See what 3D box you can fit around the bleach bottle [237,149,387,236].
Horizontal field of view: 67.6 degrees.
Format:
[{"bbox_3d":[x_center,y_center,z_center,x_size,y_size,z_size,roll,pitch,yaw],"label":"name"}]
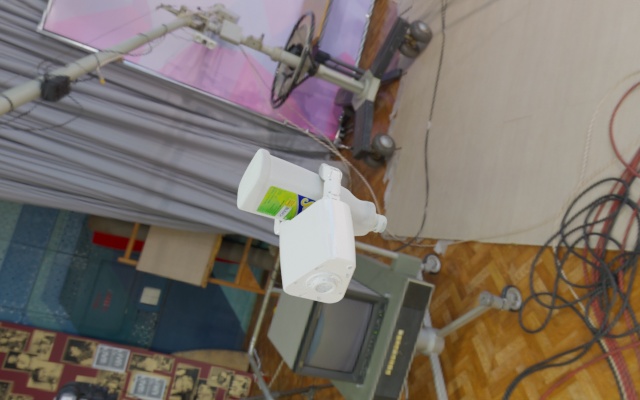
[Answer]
[{"bbox_3d":[0.000,0.003,0.771,0.251,0.068,0.103,17,-45,-23],"label":"bleach bottle"}]
